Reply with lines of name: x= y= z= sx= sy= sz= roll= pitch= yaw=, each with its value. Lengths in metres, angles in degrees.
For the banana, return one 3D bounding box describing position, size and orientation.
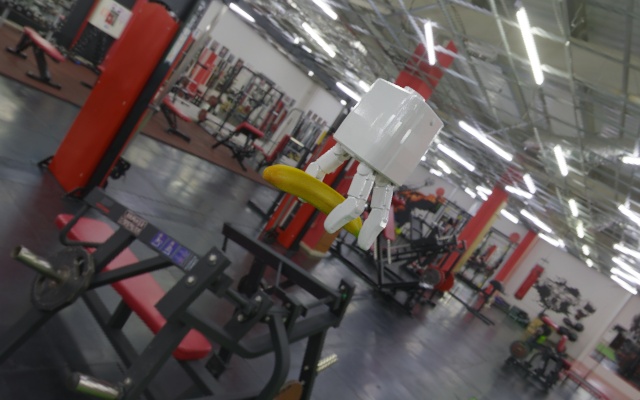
banana: x=-0.003 y=-0.004 z=0.656 sx=0.198 sy=0.037 sz=0.069 roll=33 pitch=11 yaw=-31
